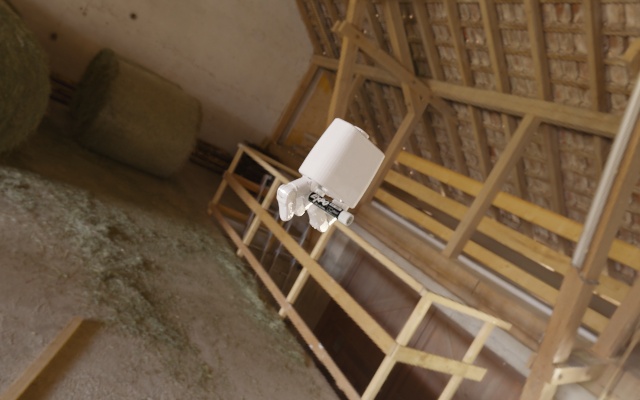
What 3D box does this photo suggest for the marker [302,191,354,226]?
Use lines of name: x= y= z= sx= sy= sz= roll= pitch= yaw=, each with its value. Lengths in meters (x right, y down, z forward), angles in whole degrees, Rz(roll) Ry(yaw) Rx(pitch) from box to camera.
marker: x=0.000 y=0.002 z=0.739 sx=0.121 sy=0.020 sz=0.020 roll=32 pitch=18 yaw=32
